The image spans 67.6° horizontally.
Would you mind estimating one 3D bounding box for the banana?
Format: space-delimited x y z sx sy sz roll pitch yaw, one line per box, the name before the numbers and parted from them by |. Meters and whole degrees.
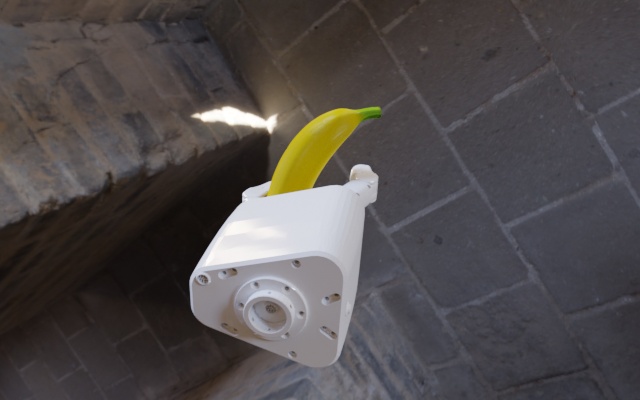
banana | -0.015 -0.008 0.450 0.069 0.198 0.037 22 21 -18
